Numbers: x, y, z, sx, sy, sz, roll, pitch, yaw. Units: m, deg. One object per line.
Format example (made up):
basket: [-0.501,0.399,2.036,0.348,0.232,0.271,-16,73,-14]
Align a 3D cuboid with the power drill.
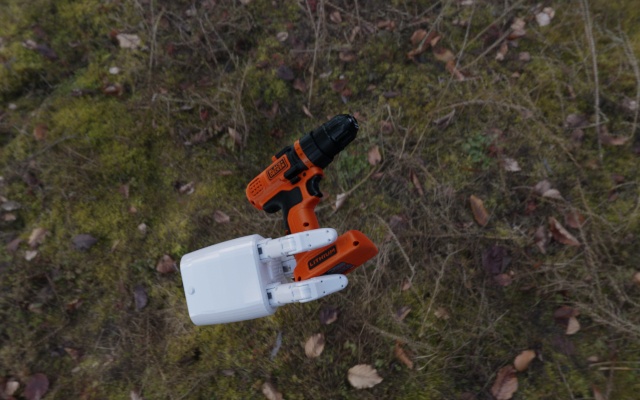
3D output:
power drill: [0.000,0.002,0.607,0.184,0.187,0.057,-38,-33,22]
